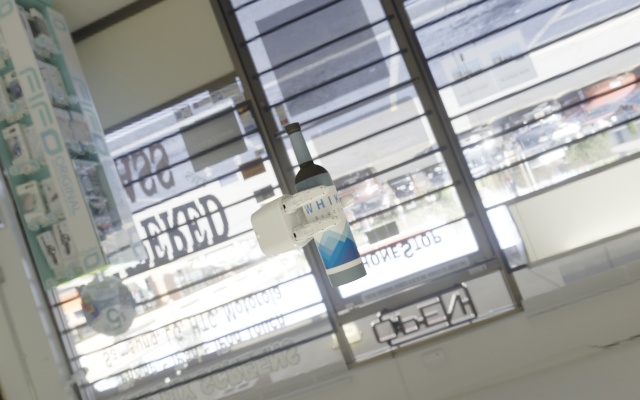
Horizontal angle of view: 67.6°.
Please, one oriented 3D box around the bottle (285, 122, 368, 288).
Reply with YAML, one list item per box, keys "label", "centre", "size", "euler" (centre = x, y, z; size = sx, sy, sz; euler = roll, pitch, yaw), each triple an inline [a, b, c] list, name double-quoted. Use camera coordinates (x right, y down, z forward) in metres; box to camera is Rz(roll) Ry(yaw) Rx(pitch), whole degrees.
- label: "bottle"
  centre: [0.000, 0.003, 0.842]
  size: [0.069, 0.295, 0.069]
  euler: [-20, -4, -1]
